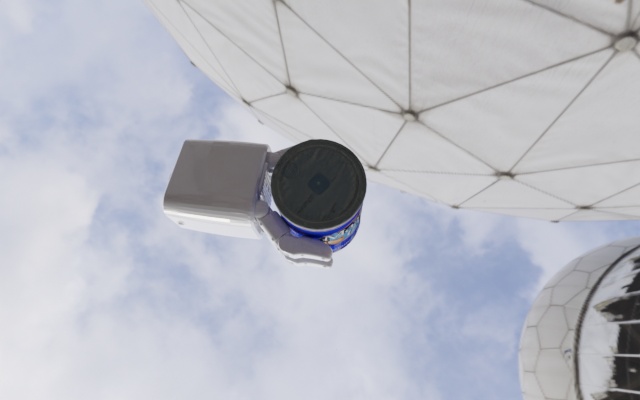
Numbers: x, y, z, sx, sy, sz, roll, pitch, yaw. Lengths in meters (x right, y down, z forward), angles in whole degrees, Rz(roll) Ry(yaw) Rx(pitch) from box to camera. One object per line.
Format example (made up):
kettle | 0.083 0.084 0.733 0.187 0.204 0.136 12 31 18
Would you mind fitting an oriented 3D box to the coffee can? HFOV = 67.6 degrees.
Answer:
coffee can | 0.000 0.002 0.572 0.103 0.102 0.140 0 -17 2
